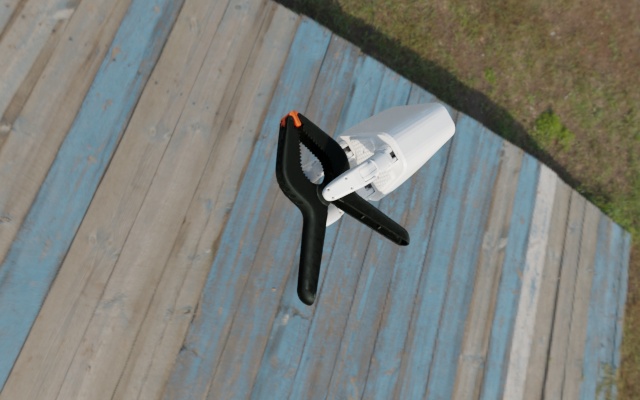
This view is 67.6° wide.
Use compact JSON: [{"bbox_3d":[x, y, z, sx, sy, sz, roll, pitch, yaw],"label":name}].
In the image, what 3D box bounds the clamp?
[{"bbox_3d":[0.000,0.001,0.543,0.164,0.210,0.036,-34,7,-31],"label":"clamp"}]
